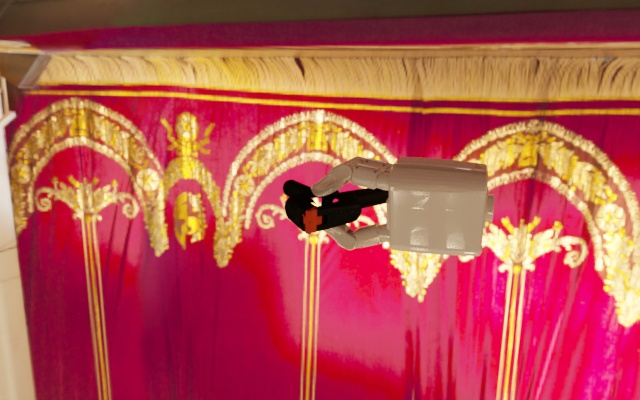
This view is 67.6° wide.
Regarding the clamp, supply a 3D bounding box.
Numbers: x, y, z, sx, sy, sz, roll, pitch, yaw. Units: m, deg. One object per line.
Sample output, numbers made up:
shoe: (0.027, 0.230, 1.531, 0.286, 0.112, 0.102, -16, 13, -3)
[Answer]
clamp: (0.000, 0.003, 0.622, 0.164, 0.036, 0.210, 4, 12, 17)
